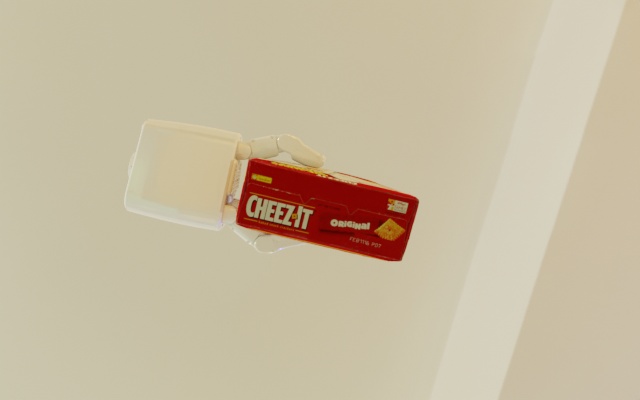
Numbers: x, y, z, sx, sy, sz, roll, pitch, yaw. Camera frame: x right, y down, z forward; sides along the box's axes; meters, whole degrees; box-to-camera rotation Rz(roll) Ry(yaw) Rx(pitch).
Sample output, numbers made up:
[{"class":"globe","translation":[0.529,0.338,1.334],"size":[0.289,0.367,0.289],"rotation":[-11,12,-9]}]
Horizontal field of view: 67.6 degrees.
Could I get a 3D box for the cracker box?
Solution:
[{"class":"cracker box","translation":[0.000,0.002,0.542],"size":[0.164,0.072,0.213],"rotation":[13,5,-4]}]
